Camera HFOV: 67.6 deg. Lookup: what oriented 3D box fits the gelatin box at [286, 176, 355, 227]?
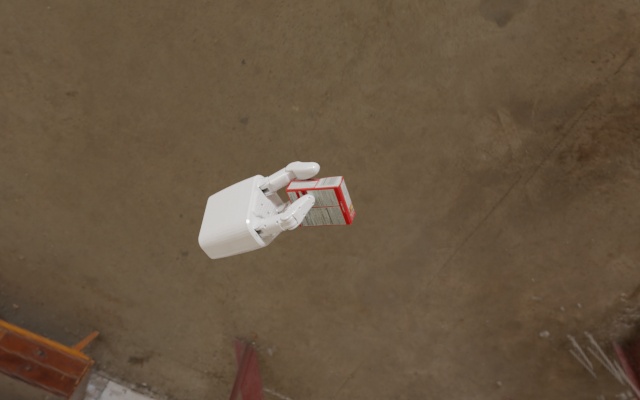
[{"bbox_3d":[0.000,0.003,0.722,0.089,0.073,0.030,-3,37,25],"label":"gelatin box"}]
